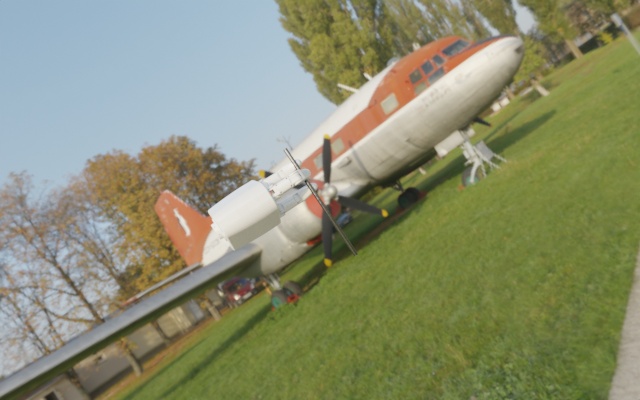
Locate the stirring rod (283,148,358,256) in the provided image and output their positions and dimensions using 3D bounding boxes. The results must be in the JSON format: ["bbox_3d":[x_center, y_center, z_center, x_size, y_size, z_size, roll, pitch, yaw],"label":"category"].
[{"bbox_3d":[0.000,0.003,0.898,0.011,0.239,0.011,-34,-2,-1],"label":"stirring rod"}]
